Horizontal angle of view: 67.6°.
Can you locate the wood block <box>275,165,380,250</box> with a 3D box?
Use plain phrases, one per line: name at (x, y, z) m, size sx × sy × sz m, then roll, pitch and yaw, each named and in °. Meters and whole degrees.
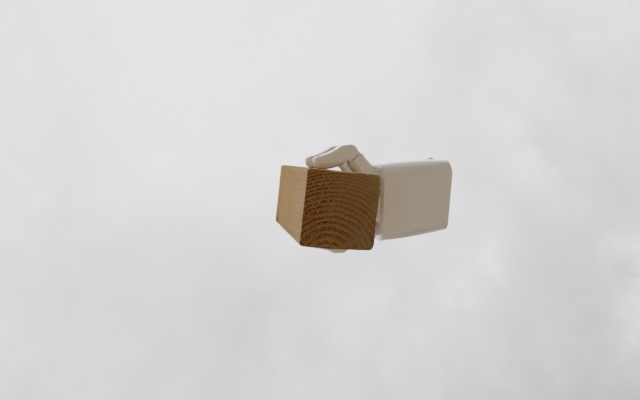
wood block at (0.000, 0.002, 0.642) m, size 0.090 × 0.091 × 0.206 m, roll 5°, pitch 4°, yaw -13°
